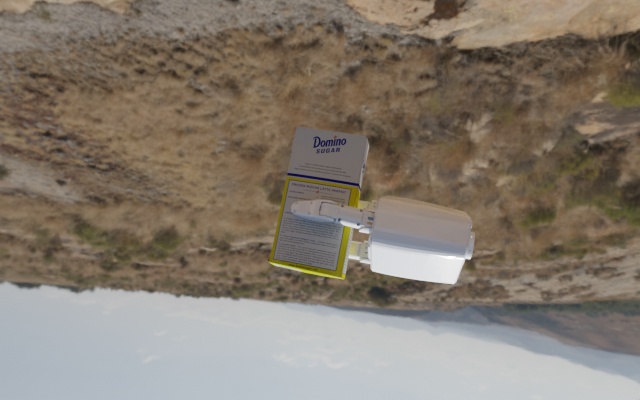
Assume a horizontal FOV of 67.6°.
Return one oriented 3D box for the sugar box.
[{"bbox_3d":[0.000,0.002,0.594,0.093,0.176,0.048,10,-12,11],"label":"sugar box"}]
